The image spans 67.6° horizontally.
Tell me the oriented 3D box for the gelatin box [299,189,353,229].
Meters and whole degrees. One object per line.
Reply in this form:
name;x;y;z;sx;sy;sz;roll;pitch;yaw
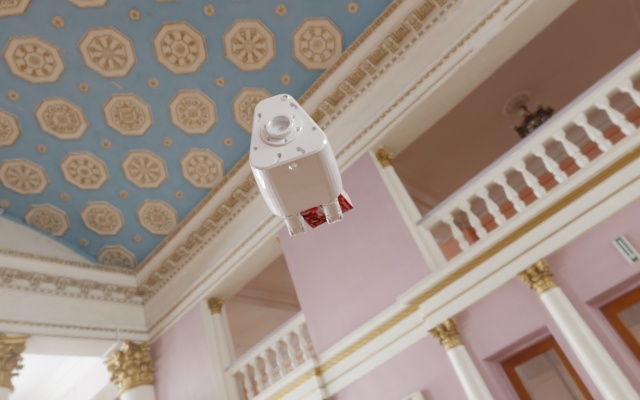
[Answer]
gelatin box;0.000;0.002;0.712;0.073;0.030;0.089;-28;-29;10
